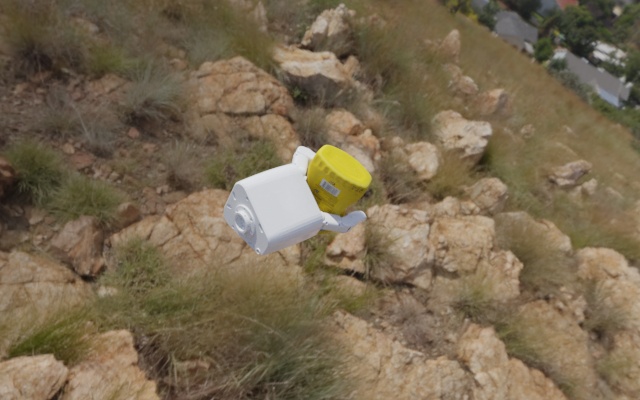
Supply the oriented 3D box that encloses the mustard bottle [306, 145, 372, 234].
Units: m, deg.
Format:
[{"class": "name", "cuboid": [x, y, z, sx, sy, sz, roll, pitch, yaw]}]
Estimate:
[{"class": "mustard bottle", "cuboid": [0.000, 0.002, 0.791, 0.096, 0.192, 0.058, 35, 44, 1]}]
